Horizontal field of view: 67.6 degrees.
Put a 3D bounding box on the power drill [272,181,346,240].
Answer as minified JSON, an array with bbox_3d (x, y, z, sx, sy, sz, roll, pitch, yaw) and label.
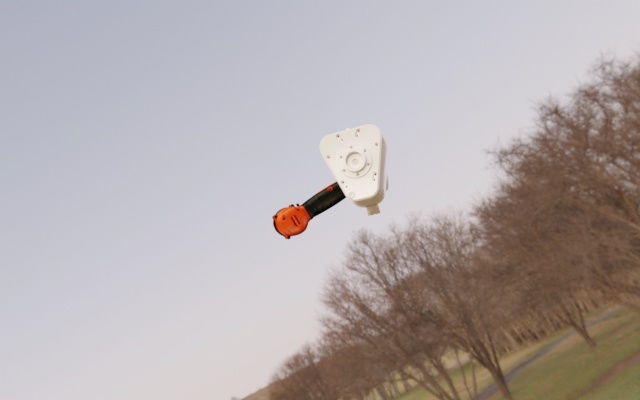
[{"bbox_3d":[0.001,0.002,0.849,0.187,0.057,0.184,-34,5,-10],"label":"power drill"}]
